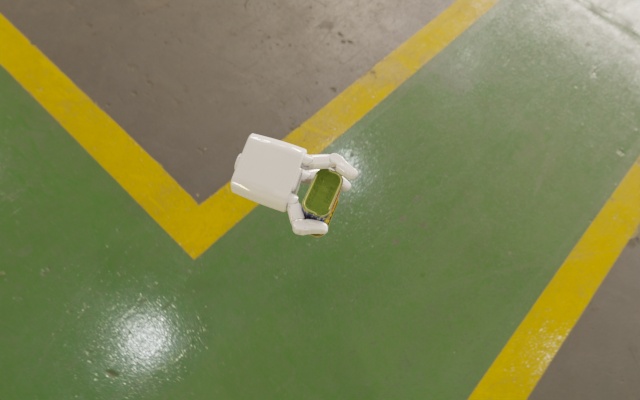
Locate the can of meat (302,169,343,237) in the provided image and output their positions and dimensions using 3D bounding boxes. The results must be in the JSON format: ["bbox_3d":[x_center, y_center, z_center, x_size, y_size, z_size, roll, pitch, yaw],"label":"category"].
[{"bbox_3d":[0.000,0.003,0.865,0.057,0.102,0.084,21,-28,5],"label":"can of meat"}]
